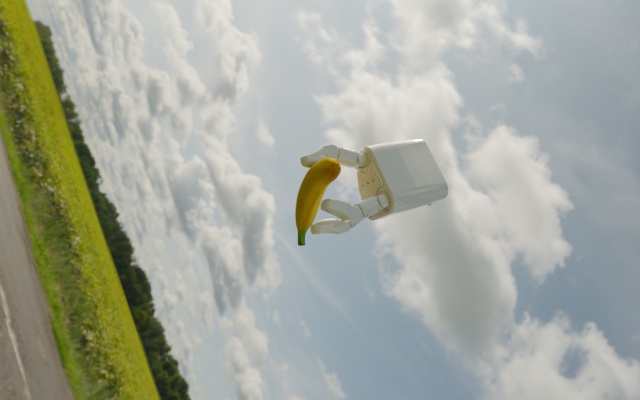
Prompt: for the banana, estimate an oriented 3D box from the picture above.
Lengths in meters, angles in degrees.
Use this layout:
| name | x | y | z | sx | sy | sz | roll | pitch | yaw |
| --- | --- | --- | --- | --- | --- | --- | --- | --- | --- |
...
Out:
| name | x | y | z | sx | sy | sz | roll | pitch | yaw |
| --- | --- | --- | --- | --- | --- | --- | --- | --- | --- |
| banana | -0.006 | -0.011 | 0.711 | 0.037 | 0.069 | 0.198 | -6 | -34 | -21 |
